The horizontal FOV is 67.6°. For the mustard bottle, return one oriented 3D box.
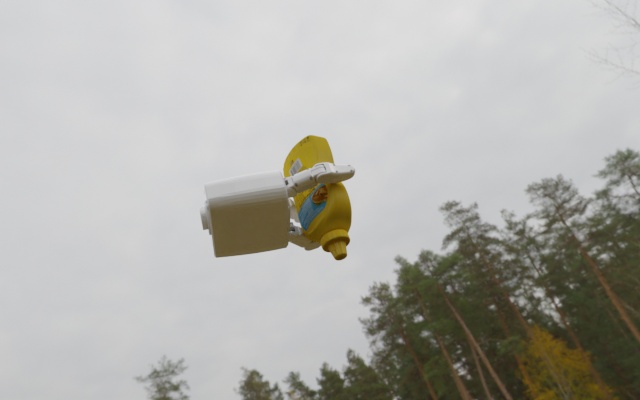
[{"bbox_3d":[0.000,0.002,0.697,0.058,0.191,0.096,8,-43,-35],"label":"mustard bottle"}]
